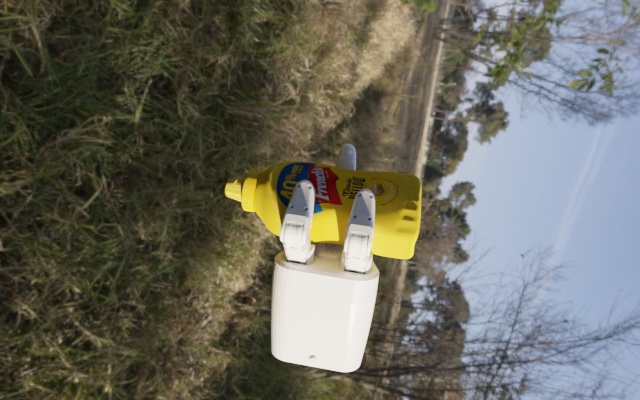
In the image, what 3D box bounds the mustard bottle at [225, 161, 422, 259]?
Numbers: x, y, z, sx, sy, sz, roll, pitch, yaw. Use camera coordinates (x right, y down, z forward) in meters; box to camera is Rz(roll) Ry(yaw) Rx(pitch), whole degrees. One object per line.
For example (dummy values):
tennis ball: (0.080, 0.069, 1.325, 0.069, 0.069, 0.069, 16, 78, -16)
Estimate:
mustard bottle: (0.000, 0.001, 0.473, 0.191, 0.058, 0.096, 8, 42, 6)
